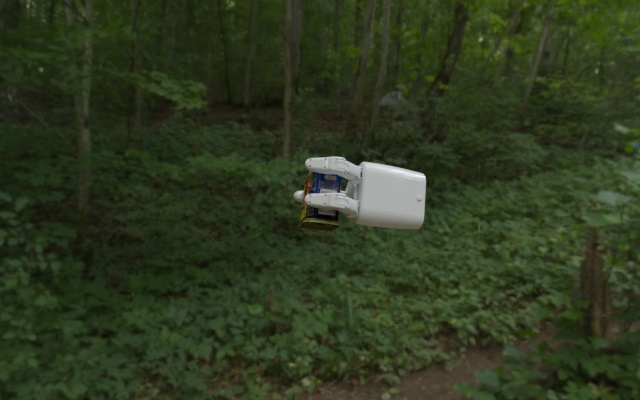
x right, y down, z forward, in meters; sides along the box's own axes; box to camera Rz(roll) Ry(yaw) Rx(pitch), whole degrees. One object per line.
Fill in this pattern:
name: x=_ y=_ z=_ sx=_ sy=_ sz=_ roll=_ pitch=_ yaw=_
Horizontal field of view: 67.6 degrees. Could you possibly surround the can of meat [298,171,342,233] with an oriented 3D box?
can of meat: x=0.000 y=0.002 z=0.763 sx=0.057 sy=0.084 sz=0.102 roll=7 pitch=-11 yaw=-8
